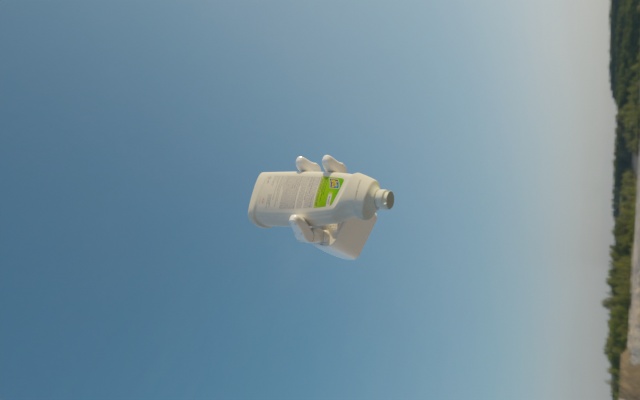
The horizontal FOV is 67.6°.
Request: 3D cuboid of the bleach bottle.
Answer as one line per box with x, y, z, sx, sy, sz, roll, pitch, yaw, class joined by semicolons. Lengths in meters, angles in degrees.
0.000;0.002;0.796;0.251;0.102;0.068;3;-18;33;bleach bottle
